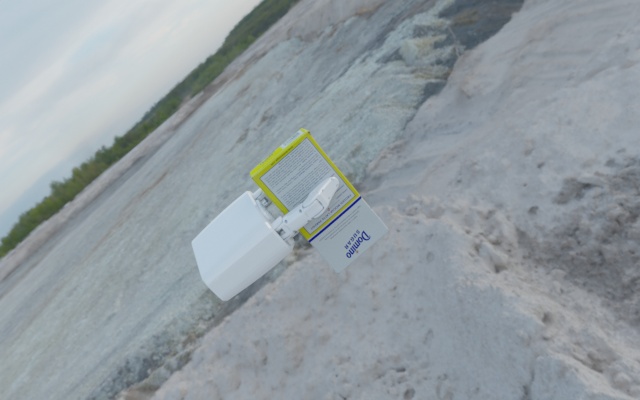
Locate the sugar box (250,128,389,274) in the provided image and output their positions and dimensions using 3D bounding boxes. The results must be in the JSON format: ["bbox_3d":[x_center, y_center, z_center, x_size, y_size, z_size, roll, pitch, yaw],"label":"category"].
[{"bbox_3d":[0.000,0.002,0.628,0.093,0.176,0.048,-40,19,0],"label":"sugar box"}]
